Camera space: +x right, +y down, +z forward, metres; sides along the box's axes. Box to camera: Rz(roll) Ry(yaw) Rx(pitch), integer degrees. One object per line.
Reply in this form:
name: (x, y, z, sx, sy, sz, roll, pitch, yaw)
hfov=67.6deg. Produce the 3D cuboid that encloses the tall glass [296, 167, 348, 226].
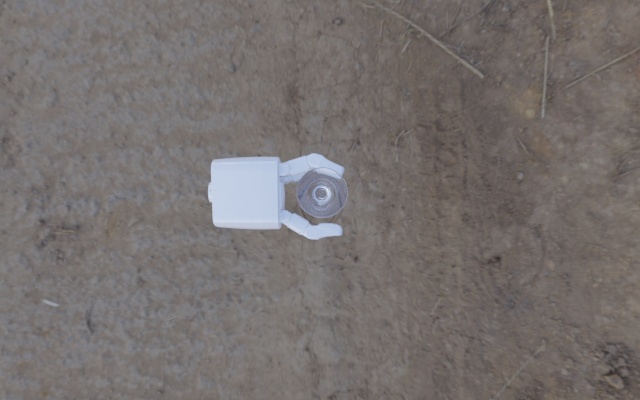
tall glass: (0.000, 0.003, 0.786, 0.079, 0.079, 0.201, 0, -8, -1)
